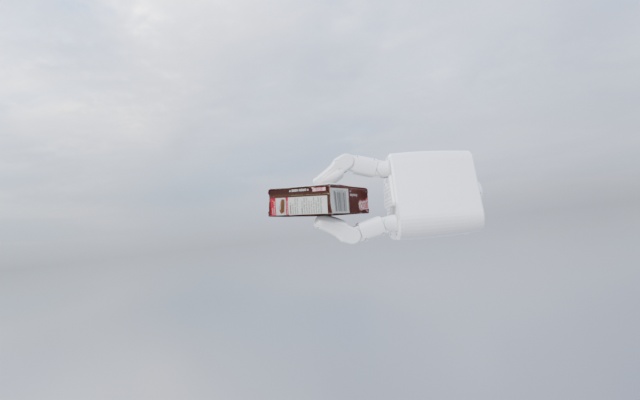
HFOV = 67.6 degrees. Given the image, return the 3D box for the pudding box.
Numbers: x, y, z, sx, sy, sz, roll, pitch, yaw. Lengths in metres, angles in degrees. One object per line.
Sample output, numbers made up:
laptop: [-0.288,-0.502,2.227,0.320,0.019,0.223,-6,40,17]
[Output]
pudding box: [0.000,0.002,0.612,0.090,0.039,0.113,-4,-5,28]
